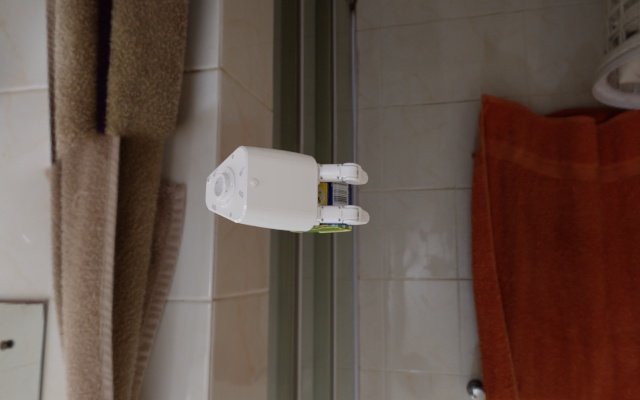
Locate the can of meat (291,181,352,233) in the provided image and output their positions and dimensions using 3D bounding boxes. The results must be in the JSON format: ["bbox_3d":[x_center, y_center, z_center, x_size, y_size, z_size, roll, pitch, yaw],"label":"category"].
[{"bbox_3d":[0.000,0.003,0.681,0.057,0.084,0.102,8,-11,-40],"label":"can of meat"}]
